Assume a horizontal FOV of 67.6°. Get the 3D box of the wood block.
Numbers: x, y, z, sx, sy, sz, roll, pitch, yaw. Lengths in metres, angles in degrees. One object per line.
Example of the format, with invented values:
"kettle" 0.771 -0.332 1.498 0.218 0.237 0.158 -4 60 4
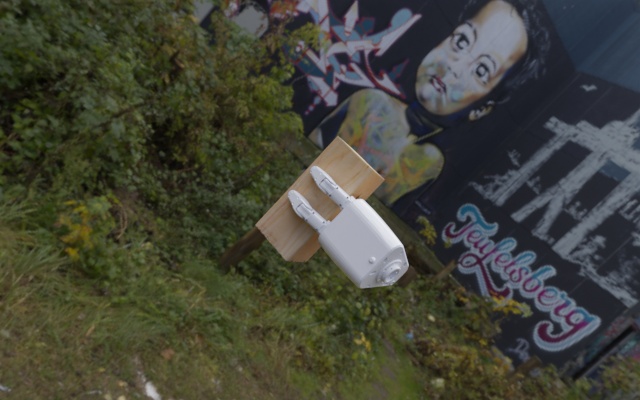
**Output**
"wood block" 0.001 0.003 0.824 0.090 0.206 0.091 46 9 20
